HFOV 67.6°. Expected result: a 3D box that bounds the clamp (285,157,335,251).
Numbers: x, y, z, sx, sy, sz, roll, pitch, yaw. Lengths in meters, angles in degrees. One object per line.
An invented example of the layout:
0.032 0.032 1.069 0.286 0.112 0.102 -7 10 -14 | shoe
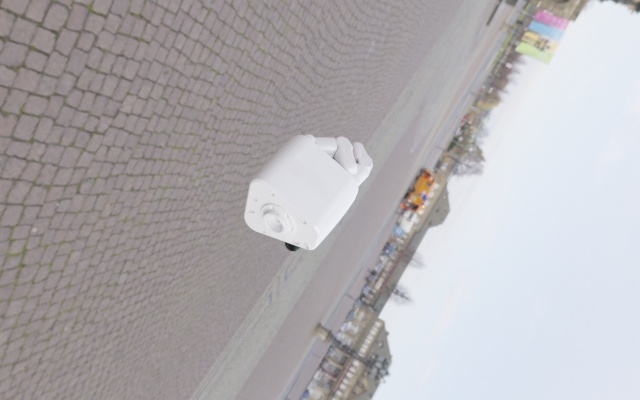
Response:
0.001 0.002 0.714 0.039 0.172 0.120 30 47 10 | clamp
